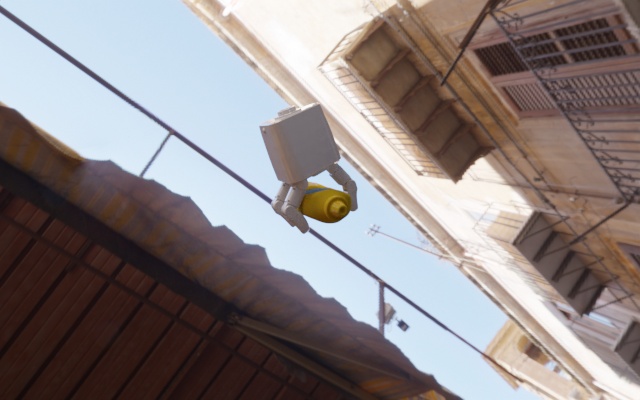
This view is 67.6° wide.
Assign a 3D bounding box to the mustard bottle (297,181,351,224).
[{"bbox_3d":[0.000,0.003,0.838,0.096,0.058,0.191,0,7,-22],"label":"mustard bottle"}]
